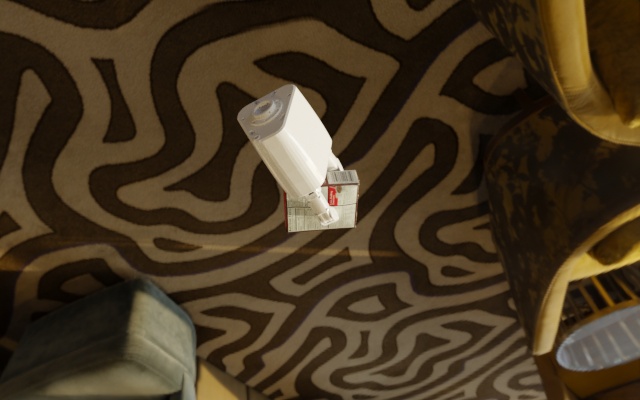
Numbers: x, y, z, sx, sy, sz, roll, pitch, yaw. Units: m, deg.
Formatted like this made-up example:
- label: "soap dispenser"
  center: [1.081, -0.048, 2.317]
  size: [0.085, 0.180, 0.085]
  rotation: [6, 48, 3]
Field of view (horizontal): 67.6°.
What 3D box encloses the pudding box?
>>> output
- label: "pudding box"
  center: [0.000, 0.002, 0.729]
  size: [0.113, 0.090, 0.039]
  rotation: [-3, 40, -5]
